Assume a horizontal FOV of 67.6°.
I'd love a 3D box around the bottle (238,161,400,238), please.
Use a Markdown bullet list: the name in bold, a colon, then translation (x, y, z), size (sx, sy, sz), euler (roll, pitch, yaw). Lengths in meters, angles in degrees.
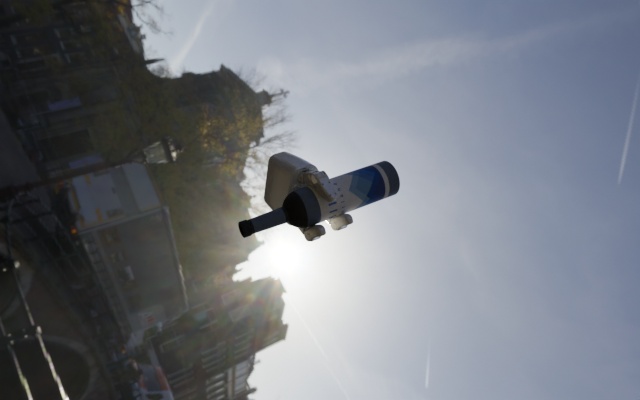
- **bottle**: translation (0.000, 0.003, 0.822), size (0.295, 0.069, 0.069), euler (-19, 8, -24)
